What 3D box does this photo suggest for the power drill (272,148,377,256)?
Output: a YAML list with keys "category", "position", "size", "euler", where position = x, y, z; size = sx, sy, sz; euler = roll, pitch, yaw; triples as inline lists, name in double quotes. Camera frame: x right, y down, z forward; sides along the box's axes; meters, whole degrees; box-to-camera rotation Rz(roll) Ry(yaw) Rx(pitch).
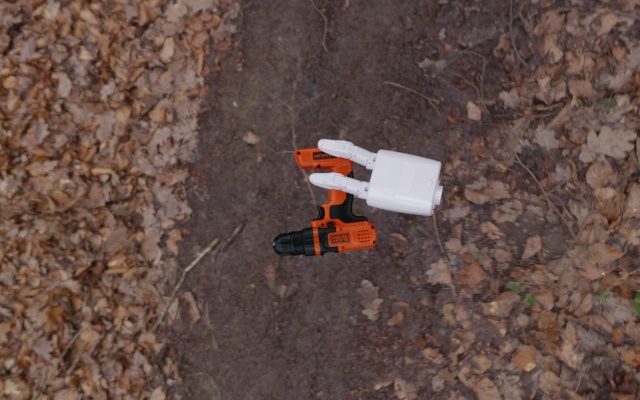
- category: "power drill"
  position: [0.000, 0.002, 0.840]
  size: [0.184, 0.187, 0.057]
  euler: [-6, -1, -3]
